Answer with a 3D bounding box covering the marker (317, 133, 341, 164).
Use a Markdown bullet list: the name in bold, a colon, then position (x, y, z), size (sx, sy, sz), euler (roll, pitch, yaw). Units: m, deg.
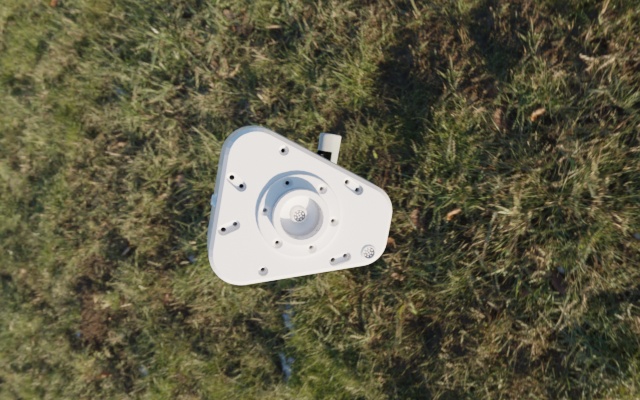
- **marker**: position (0.000, 0.001, 0.425), size (0.020, 0.121, 0.020), euler (9, 4, -1)
